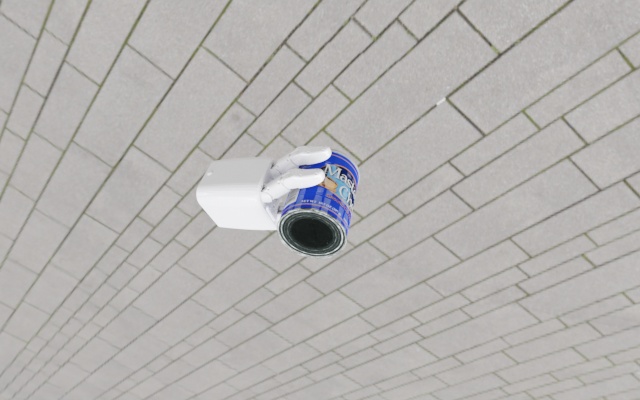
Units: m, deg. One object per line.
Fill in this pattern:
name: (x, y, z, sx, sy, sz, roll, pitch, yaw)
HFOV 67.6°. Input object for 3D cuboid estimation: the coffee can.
coffee can: (0.000, 0.002, 0.728, 0.103, 0.103, 0.140, 0, 42, 15)
